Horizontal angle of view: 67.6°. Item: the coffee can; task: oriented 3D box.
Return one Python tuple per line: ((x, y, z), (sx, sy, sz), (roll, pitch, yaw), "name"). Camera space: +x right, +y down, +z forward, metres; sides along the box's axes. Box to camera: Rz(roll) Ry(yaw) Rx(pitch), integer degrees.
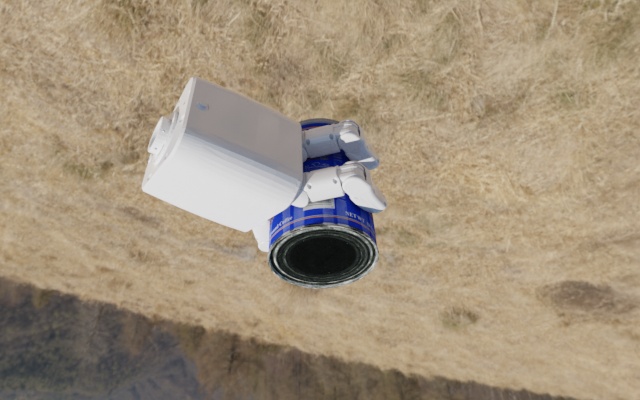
((0.000, 0.002, 0.480), (0.103, 0.140, 0.103), (-2, -41, -1), "coffee can")
